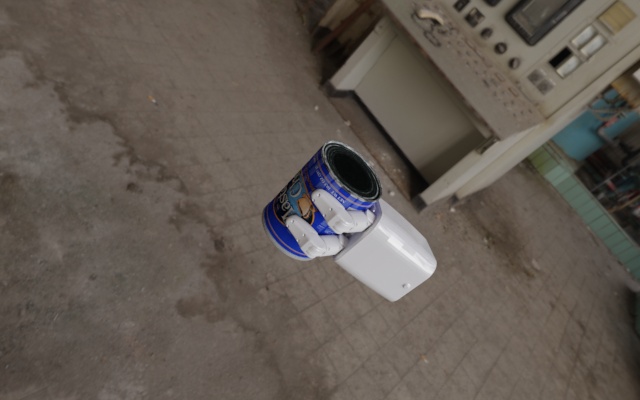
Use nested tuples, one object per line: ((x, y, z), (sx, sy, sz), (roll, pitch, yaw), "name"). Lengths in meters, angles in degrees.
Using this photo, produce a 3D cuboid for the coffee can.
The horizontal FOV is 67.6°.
((0.000, 0.002, 0.653), (0.103, 0.102, 0.140), (0, -37, -49), "coffee can")
